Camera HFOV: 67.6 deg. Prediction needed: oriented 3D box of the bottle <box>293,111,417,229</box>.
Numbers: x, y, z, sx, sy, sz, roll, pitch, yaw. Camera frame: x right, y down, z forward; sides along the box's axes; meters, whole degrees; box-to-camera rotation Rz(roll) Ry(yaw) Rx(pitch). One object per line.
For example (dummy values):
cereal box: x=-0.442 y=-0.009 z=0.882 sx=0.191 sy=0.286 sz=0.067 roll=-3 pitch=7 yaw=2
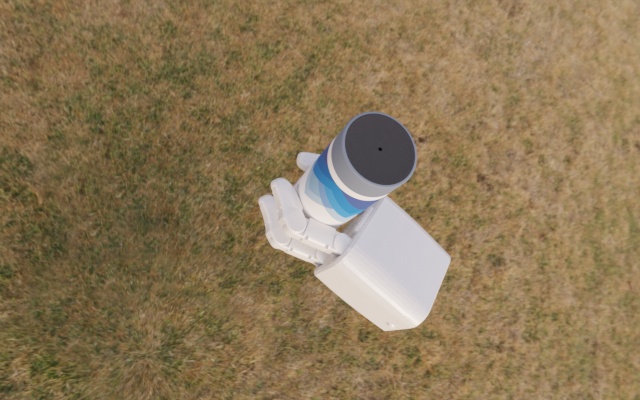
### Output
bottle: x=0.000 y=0.002 z=0.512 sx=0.069 sy=0.069 sz=0.296 roll=0 pitch=-17 yaw=-20
